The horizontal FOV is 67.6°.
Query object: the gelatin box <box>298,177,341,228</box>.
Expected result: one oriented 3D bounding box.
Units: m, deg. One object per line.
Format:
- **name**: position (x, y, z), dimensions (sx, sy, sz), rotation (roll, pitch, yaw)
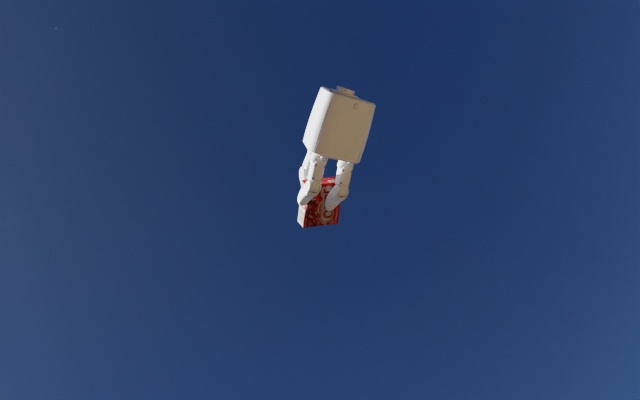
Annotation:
- **gelatin box**: position (0.000, 0.003, 0.876), dimensions (0.073, 0.089, 0.030), rotation (-6, 28, -25)
